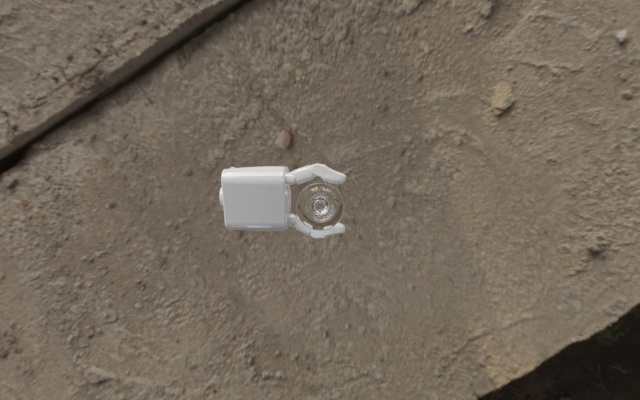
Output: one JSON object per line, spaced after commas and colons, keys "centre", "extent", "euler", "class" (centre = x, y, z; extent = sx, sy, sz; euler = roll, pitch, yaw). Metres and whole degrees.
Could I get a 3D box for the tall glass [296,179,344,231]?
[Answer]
{"centre": [0.000, 0.003, 0.831], "extent": [0.079, 0.079, 0.201], "euler": [0, 4, 1], "class": "tall glass"}
